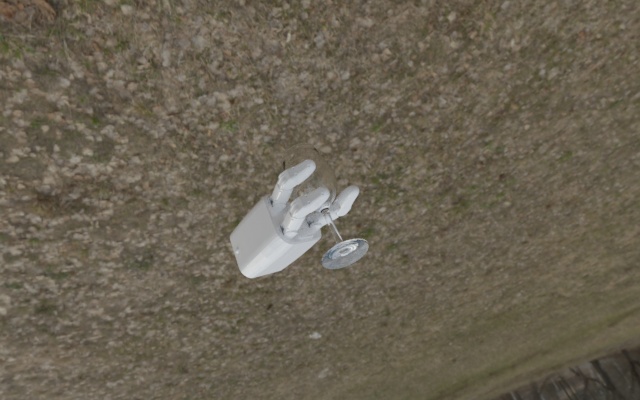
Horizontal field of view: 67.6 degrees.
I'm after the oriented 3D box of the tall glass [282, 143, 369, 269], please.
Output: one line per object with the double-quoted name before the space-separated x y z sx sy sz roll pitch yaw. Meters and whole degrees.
"tall glass" 0.001 0.003 0.739 0.079 0.201 0.079 -17 -33 -12
